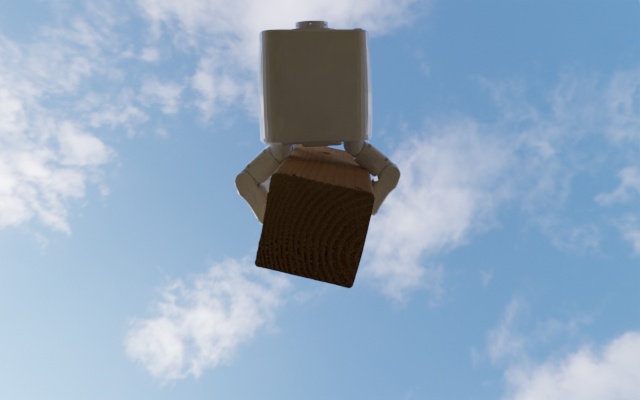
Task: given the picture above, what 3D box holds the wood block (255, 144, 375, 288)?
[{"bbox_3d":[0.000,0.001,0.504,0.091,0.090,0.206,12,15,1],"label":"wood block"}]
